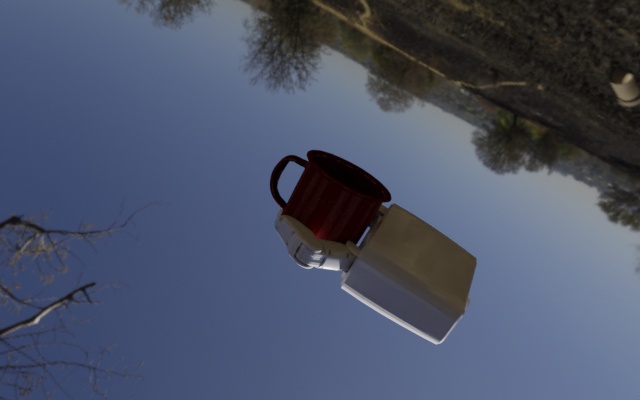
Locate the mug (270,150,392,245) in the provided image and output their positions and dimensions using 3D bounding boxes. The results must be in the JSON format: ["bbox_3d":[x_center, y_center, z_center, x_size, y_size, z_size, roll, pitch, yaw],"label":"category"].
[{"bbox_3d":[-0.001,0.001,0.477,0.117,0.081,0.093,32,19,8],"label":"mug"}]
